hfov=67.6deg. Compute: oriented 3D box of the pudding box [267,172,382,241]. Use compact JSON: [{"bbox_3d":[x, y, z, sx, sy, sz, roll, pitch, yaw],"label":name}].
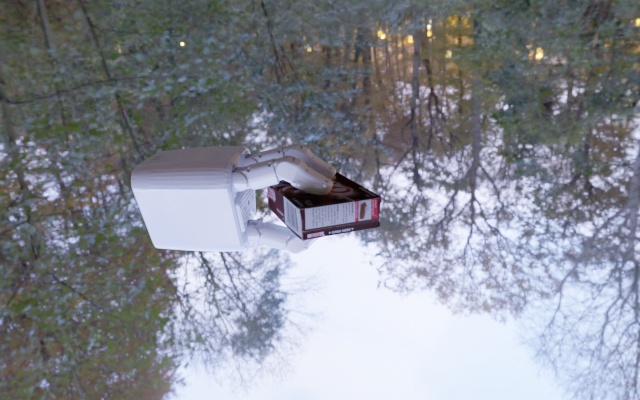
[{"bbox_3d":[0.000,0.002,0.516,0.090,0.039,0.113,-9,22,-21],"label":"pudding box"}]
